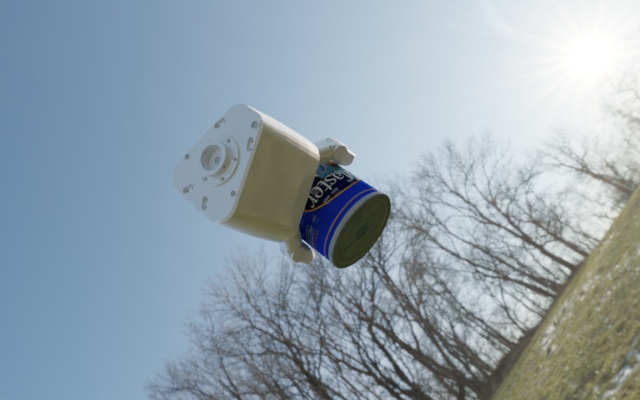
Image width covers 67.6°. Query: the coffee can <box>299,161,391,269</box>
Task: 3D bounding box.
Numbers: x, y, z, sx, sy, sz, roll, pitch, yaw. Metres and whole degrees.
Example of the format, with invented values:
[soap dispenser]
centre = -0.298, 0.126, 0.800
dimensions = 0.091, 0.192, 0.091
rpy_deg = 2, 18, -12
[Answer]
[coffee can]
centre = 0.000, 0.002, 0.586
dimensions = 0.140, 0.103, 0.103
rpy_deg = 35, 19, 30
